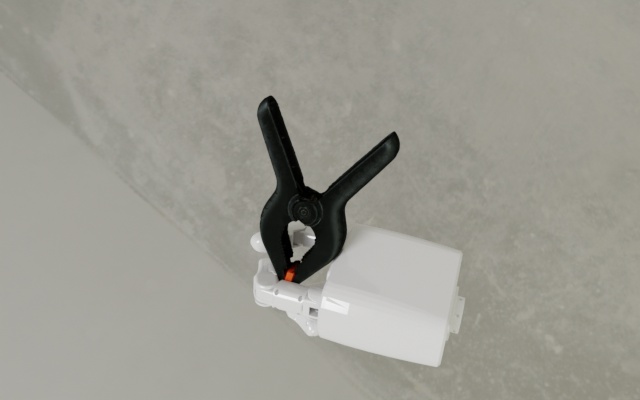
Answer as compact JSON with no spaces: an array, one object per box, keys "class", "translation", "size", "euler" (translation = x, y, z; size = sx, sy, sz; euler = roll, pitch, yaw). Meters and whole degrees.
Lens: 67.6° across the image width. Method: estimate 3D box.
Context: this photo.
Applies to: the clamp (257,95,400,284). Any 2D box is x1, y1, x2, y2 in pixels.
[{"class":"clamp","translation":[0.000,0.002,0.414],"size":[0.120,0.171,0.039],"euler":[12,25,16]}]
